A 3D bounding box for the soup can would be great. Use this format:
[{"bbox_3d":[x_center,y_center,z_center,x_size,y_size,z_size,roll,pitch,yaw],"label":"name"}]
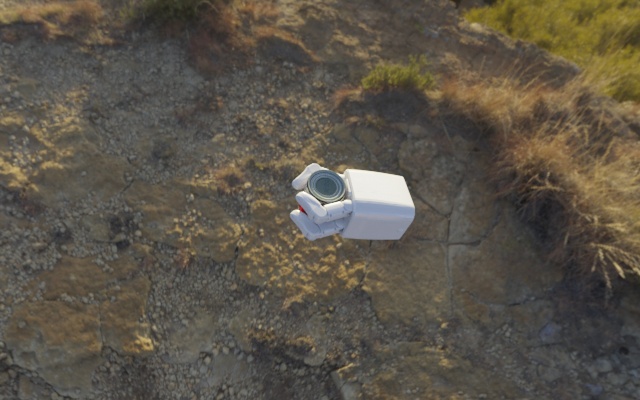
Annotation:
[{"bbox_3d":[0.000,0.002,0.817,0.068,0.068,0.102,0,-32,-14],"label":"soup can"}]
